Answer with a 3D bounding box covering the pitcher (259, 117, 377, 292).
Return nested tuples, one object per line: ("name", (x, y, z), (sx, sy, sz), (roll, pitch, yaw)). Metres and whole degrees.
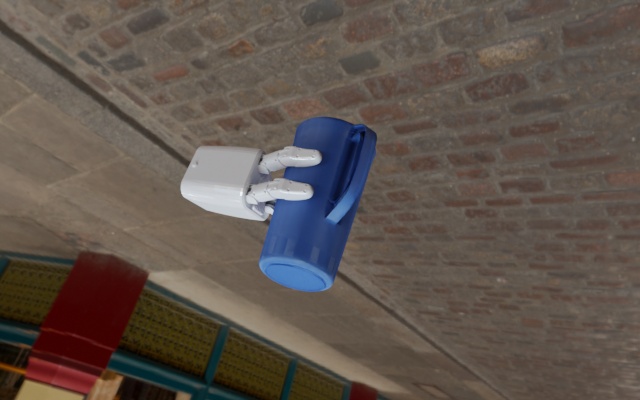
("pitcher", (0.000, 0.002, 0.704), (0.145, 0.242, 0.149), (8, -29, 15))
